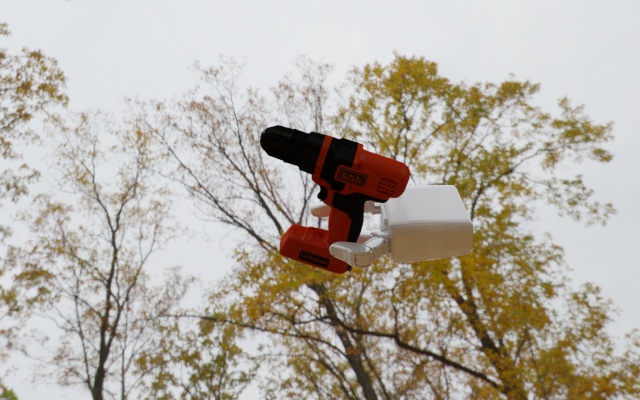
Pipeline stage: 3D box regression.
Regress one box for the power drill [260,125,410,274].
[{"bbox_3d":[0.000,0.002,0.612,0.184,0.188,0.057,19,40,1],"label":"power drill"}]
